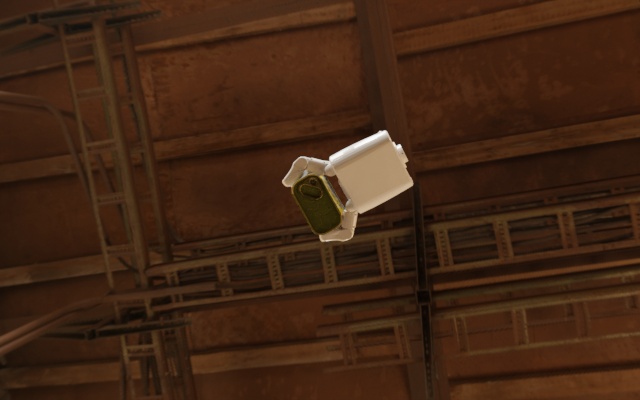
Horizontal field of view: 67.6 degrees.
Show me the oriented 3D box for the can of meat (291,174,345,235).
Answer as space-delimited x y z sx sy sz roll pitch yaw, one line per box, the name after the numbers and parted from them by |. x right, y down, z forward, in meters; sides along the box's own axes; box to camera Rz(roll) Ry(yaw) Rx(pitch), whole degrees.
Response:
0.000 0.003 0.833 0.057 0.102 0.084 -29 1 11 | can of meat
